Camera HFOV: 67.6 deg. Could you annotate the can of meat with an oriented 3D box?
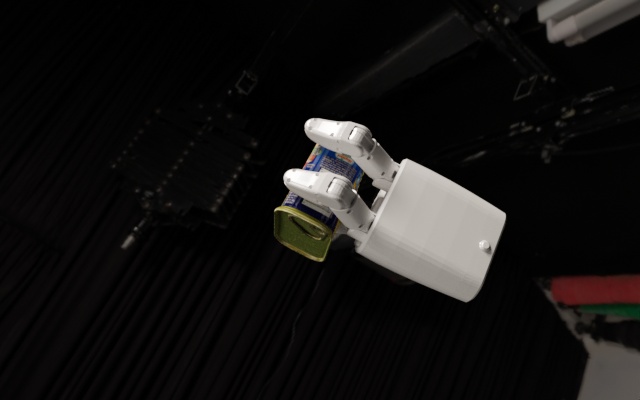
[{"bbox_3d":[0.000,0.001,0.462,0.057,0.084,0.102,27,-22,6],"label":"can of meat"}]
